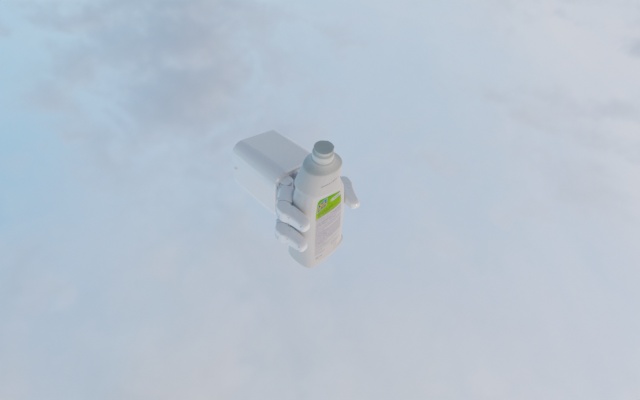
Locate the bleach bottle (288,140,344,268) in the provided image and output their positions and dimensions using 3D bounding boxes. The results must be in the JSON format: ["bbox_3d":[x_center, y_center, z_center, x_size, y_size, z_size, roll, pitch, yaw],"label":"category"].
[{"bbox_3d":[0.000,0.003,0.750,0.068,0.251,0.102,36,56,22],"label":"bleach bottle"}]
